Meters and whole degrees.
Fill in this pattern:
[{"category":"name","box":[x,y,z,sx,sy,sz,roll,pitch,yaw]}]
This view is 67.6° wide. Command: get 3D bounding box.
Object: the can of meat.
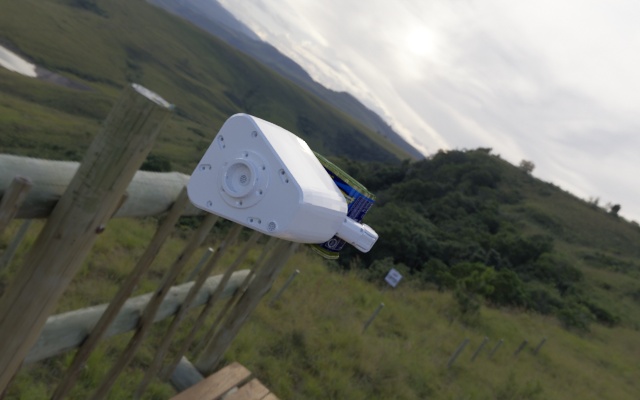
[{"category":"can of meat","box":[0.000,0.002,0.538,0.102,0.084,0.057,38,8,24]}]
